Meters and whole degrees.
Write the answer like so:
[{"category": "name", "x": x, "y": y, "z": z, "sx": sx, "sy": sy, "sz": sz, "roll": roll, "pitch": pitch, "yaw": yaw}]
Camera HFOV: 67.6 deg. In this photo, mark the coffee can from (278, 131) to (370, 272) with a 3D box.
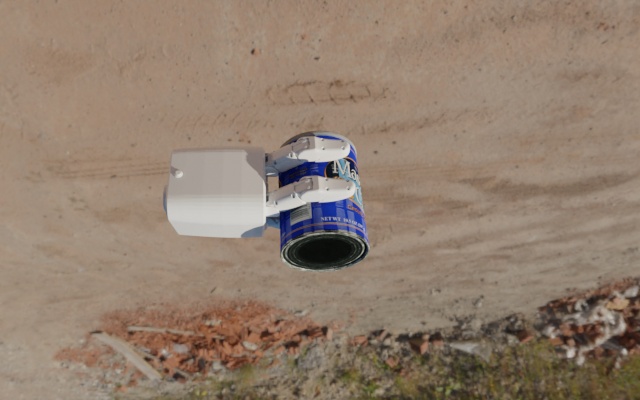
[{"category": "coffee can", "x": 0.000, "y": 0.002, "z": 0.579, "sx": 0.103, "sy": 0.140, "sz": 0.103, "roll": -4, "pitch": -32, "yaw": -2}]
